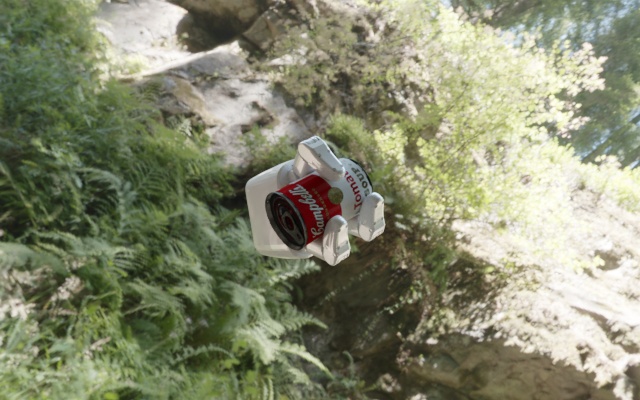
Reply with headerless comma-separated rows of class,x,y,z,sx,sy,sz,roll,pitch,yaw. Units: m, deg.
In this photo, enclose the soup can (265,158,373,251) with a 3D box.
soup can,0.001,0.001,0.524,0.102,0.068,0.068,-29,16,-31
